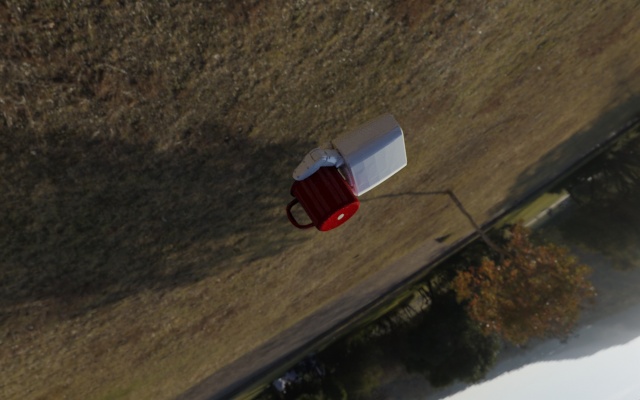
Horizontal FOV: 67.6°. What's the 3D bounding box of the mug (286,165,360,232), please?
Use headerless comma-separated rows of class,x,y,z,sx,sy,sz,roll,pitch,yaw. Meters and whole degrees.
mug,-0.001,0.003,0.775,0.117,0.081,0.093,-32,-20,-5
